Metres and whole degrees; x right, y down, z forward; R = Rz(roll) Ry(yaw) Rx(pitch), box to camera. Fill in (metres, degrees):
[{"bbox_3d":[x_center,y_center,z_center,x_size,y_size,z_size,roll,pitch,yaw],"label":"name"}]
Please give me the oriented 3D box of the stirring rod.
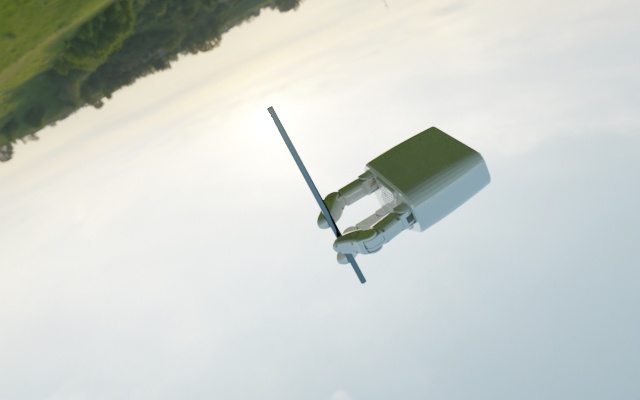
[{"bbox_3d":[0.000,0.002,0.537,0.011,0.240,0.011,-24,23,11],"label":"stirring rod"}]
